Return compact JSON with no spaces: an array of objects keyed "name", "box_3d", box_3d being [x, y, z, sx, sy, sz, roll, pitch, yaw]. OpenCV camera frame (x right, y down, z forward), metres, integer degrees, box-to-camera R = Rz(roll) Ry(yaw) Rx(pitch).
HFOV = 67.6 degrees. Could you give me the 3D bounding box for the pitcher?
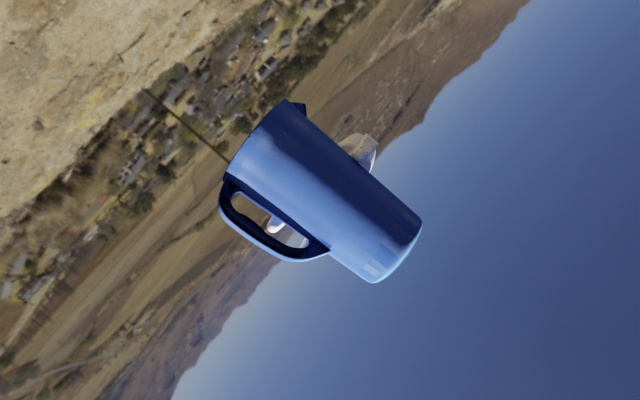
[{"name":"pitcher","box_3d":[0.000,0.002,0.610,0.243,0.149,0.145,38,22,-2]}]
